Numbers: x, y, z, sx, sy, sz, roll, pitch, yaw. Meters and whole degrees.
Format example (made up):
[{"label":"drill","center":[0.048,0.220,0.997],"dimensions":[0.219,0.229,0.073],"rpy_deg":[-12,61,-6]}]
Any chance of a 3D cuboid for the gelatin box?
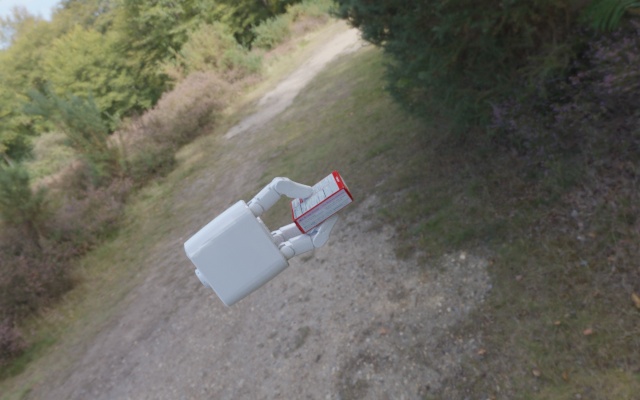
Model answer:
[{"label":"gelatin box","center":[0.000,0.002,0.699],"dimensions":[0.089,0.030,0.073],"rpy_deg":[-35,22,7]}]
